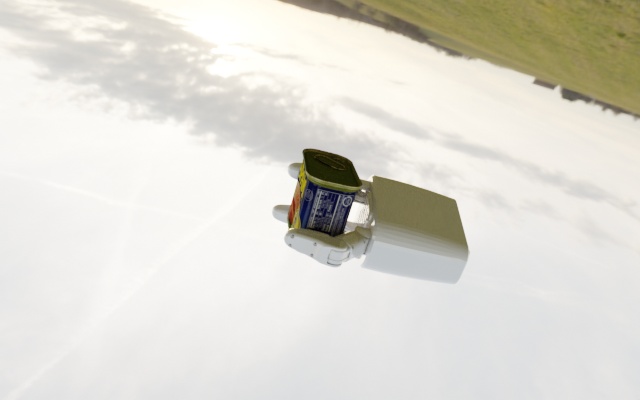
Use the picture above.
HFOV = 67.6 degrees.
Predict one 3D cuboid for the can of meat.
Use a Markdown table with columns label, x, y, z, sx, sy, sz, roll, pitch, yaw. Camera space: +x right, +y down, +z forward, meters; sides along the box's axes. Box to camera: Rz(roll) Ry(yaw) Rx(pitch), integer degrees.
| label | x | y | z | sx | sy | sz | roll | pitch | yaw |
| --- | --- | --- | --- | --- | --- | --- | --- | --- | --- |
| can of meat | 0.000 | 0.002 | 0.504 | 0.057 | 0.084 | 0.102 | 12 | 22 | -10 |
